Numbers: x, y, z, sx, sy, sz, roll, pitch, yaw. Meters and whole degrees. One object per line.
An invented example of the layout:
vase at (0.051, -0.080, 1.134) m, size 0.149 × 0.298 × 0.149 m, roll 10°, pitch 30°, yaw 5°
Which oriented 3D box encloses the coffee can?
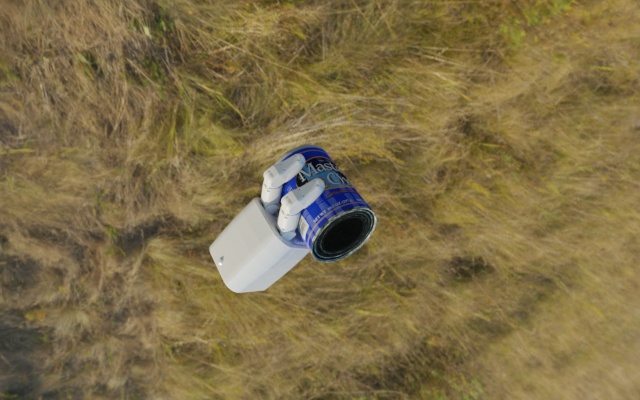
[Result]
coffee can at (0.000, 0.002, 0.681) m, size 0.103 × 0.103 × 0.140 m, roll 0°, pitch 41°, yaw -39°
